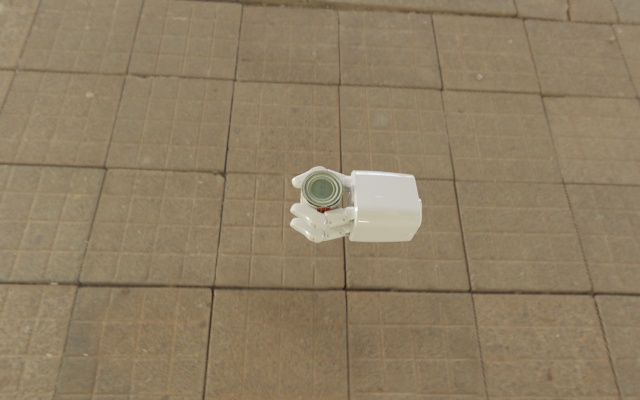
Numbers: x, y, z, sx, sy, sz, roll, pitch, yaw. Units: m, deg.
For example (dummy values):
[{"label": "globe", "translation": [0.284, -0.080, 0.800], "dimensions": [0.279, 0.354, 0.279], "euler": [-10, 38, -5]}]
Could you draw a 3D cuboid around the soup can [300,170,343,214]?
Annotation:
[{"label": "soup can", "translation": [0.000, 0.002, 0.798], "dimensions": [0.068, 0.068, 0.102], "euler": [0, -26, -4]}]
